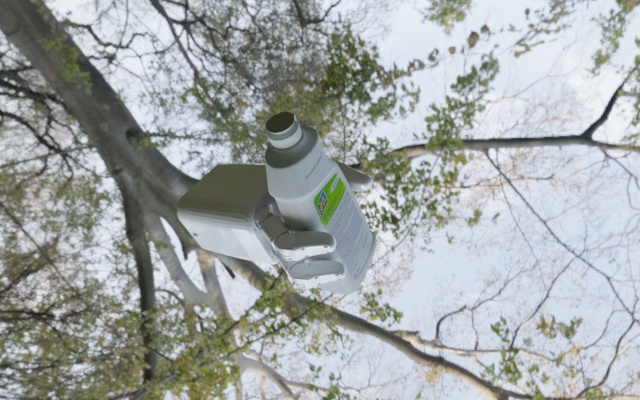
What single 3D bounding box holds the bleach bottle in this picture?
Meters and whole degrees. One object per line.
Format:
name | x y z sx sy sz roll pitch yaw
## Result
bleach bottle | 0.000 0.002 0.527 0.068 0.102 0.251 7 -36 25
